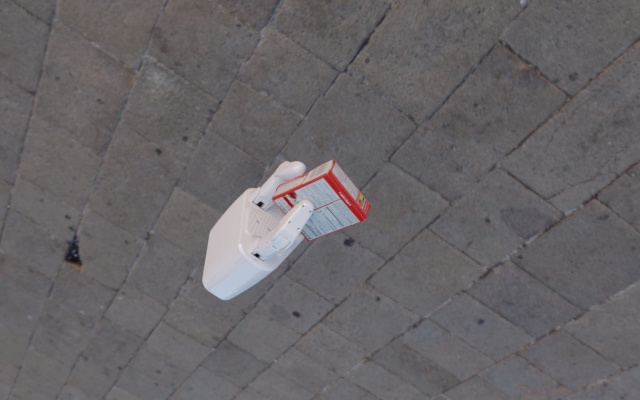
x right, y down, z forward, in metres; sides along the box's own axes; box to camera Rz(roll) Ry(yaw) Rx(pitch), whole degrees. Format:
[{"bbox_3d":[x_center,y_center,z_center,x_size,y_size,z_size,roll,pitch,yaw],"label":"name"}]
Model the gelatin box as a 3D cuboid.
[{"bbox_3d":[0.000,0.002,0.543,0.089,0.073,0.030,-23,28,36],"label":"gelatin box"}]
